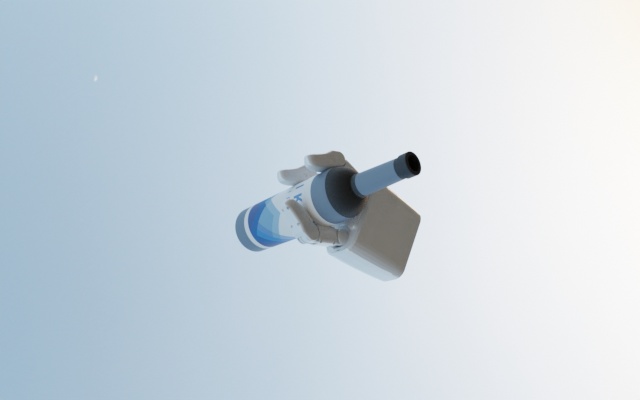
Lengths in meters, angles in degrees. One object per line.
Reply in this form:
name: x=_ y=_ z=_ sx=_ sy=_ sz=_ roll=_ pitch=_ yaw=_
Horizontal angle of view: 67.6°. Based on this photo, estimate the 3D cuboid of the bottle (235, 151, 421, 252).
bottle: x=0.000 y=0.002 z=0.605 sx=0.069 sy=0.069 sz=0.296 roll=0 pitch=-16 yaw=-44
